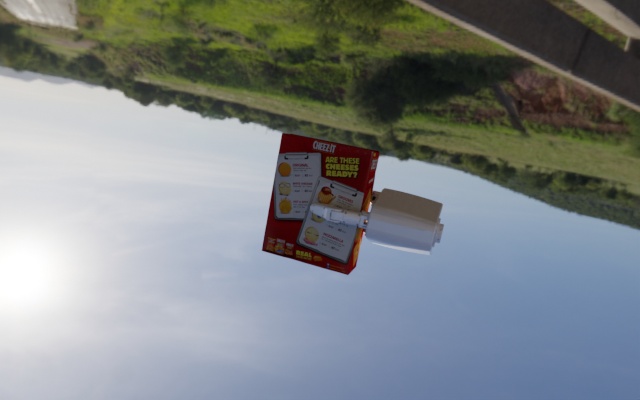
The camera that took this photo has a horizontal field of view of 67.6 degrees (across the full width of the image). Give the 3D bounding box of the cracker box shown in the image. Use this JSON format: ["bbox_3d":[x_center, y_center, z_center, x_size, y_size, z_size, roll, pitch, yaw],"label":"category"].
[{"bbox_3d":[0.000,0.003,0.833,0.164,0.214,0.072,13,10,15],"label":"cracker box"}]
